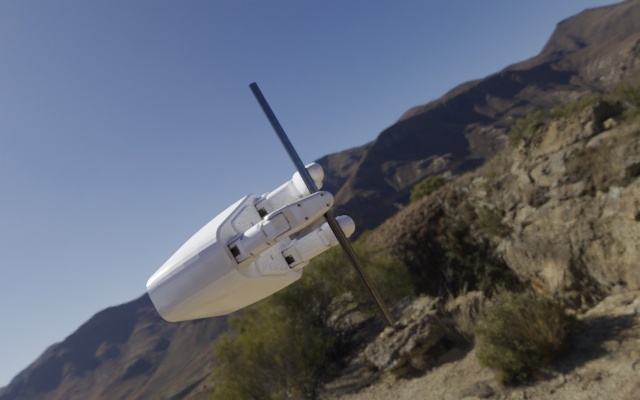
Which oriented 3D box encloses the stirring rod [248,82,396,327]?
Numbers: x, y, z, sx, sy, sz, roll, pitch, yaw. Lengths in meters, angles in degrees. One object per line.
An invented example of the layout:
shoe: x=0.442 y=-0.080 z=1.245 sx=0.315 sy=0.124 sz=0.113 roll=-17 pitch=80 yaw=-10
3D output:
stirring rod: x=0.000 y=0.001 z=0.413 sx=0.011 sy=0.239 sz=0.011 roll=-30 pitch=-4 yaw=-2
